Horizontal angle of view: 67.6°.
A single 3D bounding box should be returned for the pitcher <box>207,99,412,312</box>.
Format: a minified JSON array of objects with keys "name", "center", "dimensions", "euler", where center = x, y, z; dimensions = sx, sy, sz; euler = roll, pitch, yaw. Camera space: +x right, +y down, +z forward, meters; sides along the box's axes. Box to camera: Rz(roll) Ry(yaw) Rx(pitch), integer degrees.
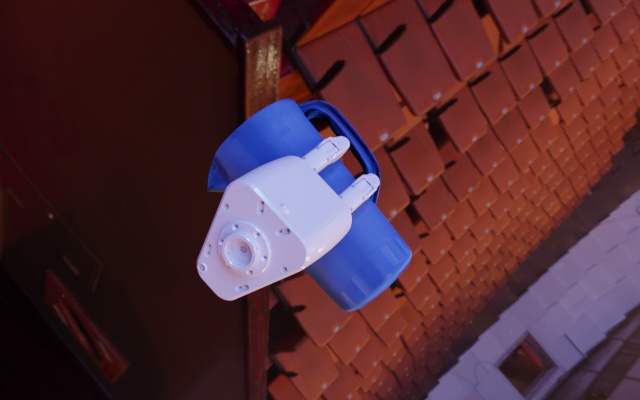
[{"name":"pitcher","center":[0.000,0.002,0.573],"dimensions":[0.149,0.243,0.145],"euler":[-43,-4,26]}]
